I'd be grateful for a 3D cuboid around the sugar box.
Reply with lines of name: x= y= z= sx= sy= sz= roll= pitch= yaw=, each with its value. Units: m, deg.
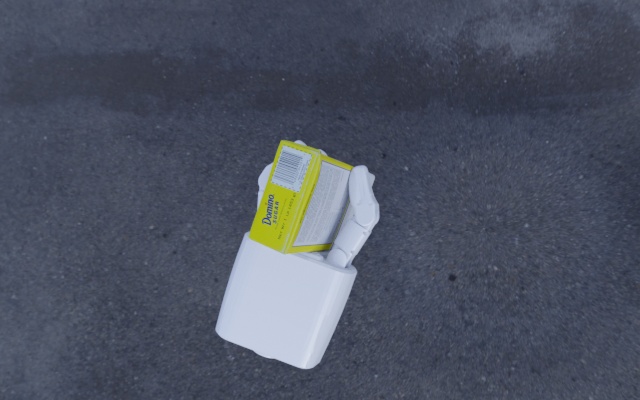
sugar box: x=-0.001 y=0.002 z=0.482 sx=0.048 sy=0.093 sz=0.176 roll=21 pitch=4 yaw=19
